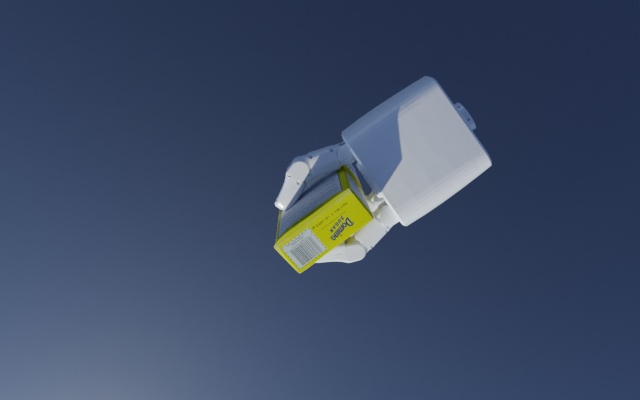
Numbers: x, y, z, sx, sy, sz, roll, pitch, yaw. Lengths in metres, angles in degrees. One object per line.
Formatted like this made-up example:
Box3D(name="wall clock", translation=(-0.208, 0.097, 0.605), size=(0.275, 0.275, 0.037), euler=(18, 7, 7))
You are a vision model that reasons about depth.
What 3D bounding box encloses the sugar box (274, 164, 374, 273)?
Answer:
Box3D(name="sugar box", translation=(0.001, 0.002, 0.525), size=(0.093, 0.048, 0.176), euler=(-37, 14, 11))
